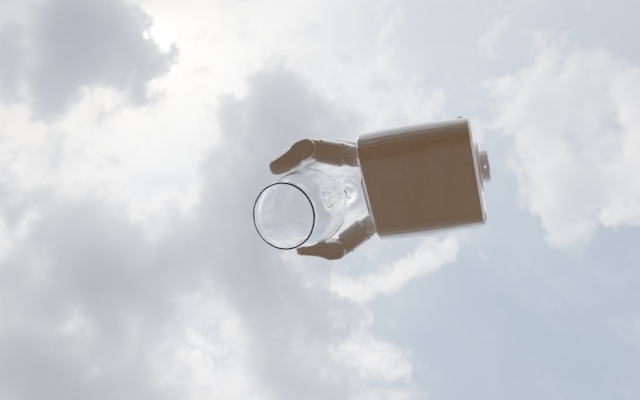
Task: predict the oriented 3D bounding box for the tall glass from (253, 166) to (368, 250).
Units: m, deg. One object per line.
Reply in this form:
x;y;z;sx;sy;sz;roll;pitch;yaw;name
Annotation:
0.000;0.002;0.519;0.079;0.079;0.201;0;7;20;tall glass
